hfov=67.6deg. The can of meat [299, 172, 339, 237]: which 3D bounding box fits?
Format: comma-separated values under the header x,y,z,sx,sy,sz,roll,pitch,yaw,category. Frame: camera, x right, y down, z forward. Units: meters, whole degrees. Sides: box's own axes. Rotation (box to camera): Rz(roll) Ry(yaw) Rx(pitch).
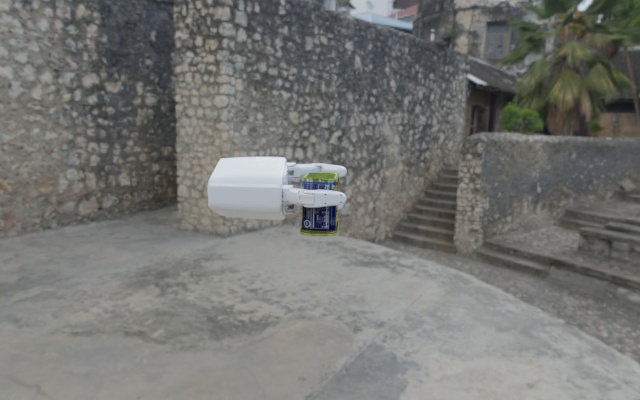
x,y,z,sx,sy,sz,roll,pitch,yaw,category
0.000,0.002,0.725,0.057,0.084,0.102,2,9,3,can of meat
